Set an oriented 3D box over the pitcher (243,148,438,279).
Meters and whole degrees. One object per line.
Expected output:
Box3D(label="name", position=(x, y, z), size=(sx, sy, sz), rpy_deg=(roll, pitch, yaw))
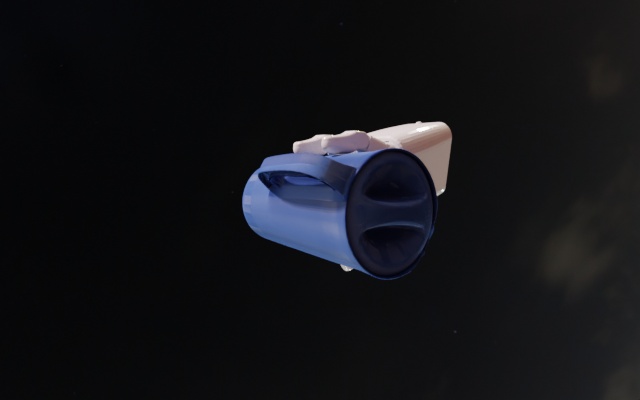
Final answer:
Box3D(label="pitcher", position=(0.000, 0.002, 0.568), size=(0.145, 0.149, 0.243), rpy_deg=(-23, 17, -34))
